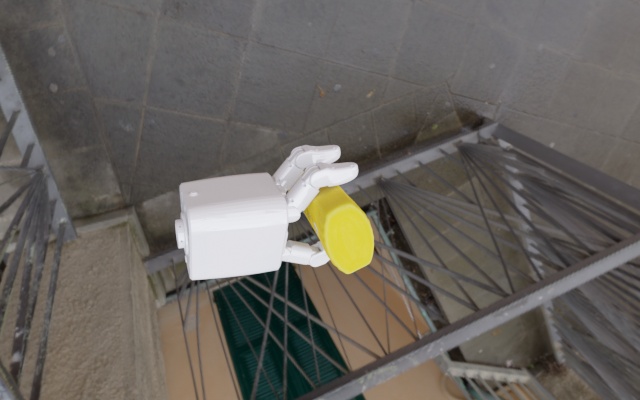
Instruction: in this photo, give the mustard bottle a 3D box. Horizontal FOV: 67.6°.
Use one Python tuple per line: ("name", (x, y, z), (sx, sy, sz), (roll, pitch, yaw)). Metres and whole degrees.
("mustard bottle", (0.001, 0.002, 0.600), (0.058, 0.096, 0.191), (-27, 34, -7))
